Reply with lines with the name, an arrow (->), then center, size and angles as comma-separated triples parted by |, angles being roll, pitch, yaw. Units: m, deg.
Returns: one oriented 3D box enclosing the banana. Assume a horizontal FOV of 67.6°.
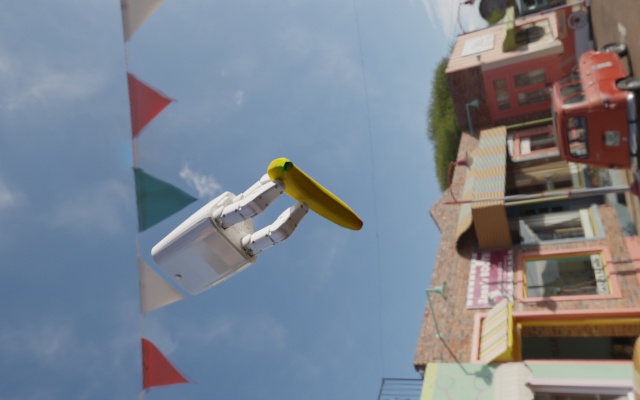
banana -> -0.013, -0.008, 0.636 | 0.069, 0.037, 0.198 | 39, 2, 41
